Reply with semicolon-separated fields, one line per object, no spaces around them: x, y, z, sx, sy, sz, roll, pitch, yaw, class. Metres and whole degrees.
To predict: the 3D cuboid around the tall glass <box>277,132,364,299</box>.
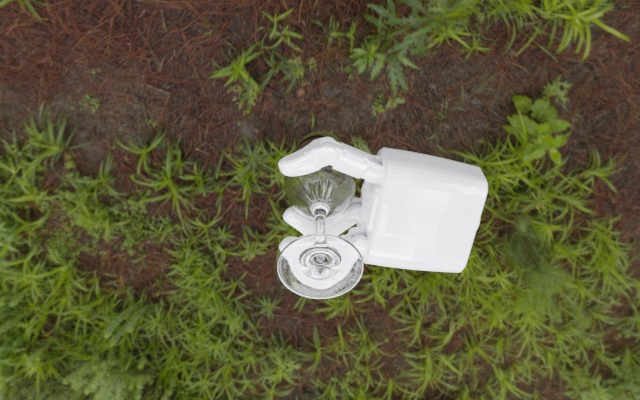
0.000;0.002;0.487;0.079;0.079;0.201;0;35;0;tall glass
